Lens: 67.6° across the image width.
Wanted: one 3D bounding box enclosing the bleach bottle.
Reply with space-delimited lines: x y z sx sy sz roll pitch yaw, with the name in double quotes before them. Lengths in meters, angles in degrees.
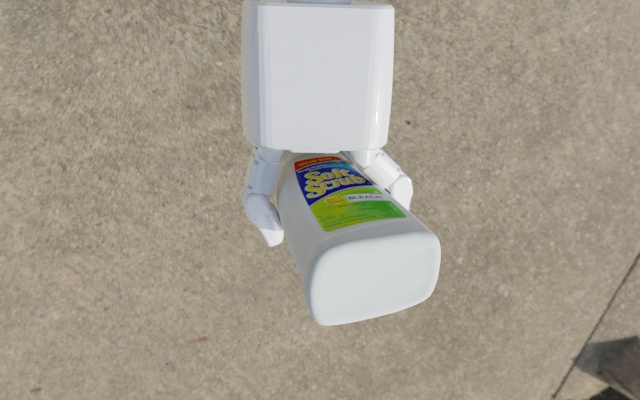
"bleach bottle" 0.000 0.001 0.426 0.102 0.068 0.250 -8 28 -18
